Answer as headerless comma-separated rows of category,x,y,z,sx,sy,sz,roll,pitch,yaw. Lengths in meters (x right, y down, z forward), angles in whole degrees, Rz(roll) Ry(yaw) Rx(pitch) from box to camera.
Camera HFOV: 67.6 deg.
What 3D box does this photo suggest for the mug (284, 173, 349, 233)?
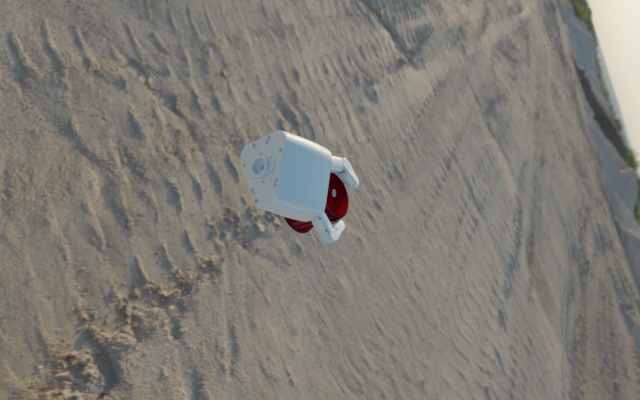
mug,0.001,0.003,0.803,0.081,0.093,0.117,-18,-21,34
